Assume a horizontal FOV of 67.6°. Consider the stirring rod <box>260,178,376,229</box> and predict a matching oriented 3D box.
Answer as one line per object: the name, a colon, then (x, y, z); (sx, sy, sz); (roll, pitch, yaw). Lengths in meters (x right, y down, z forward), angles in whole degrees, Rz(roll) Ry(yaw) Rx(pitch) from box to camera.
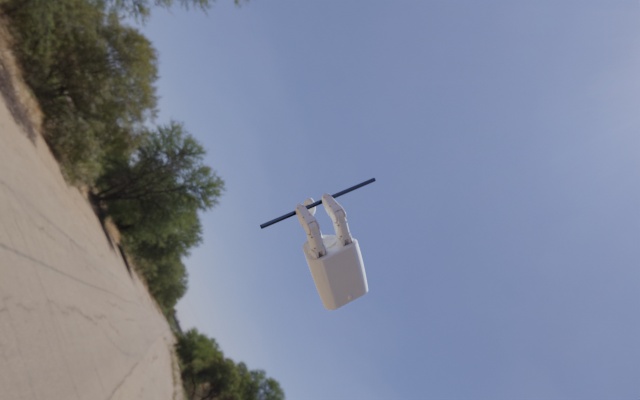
stirring rod: (0.000, 0.003, 0.872); (0.239, 0.011, 0.011); (-23, 9, -21)
